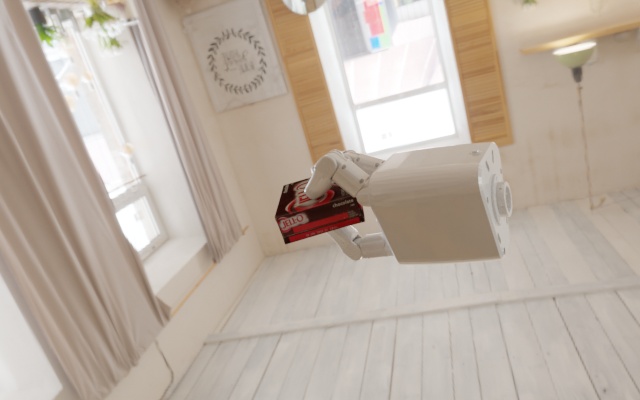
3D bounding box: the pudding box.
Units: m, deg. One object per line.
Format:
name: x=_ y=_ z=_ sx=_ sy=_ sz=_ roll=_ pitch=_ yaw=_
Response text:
pudding box: x=0.000 y=0.002 z=0.539 sx=0.090 sy=0.039 sz=0.113 roll=-16 pitch=16 yaw=6
